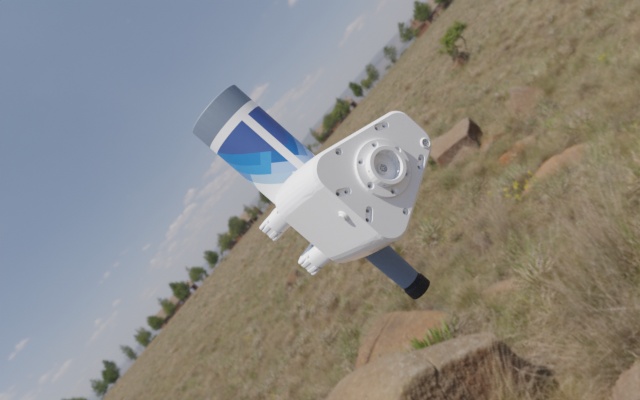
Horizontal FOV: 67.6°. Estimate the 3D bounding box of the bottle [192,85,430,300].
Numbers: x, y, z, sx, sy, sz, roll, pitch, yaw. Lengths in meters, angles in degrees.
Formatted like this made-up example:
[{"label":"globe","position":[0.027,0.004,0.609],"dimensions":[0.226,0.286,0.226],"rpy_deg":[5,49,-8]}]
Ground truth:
[{"label":"bottle","position":[0.000,0.002,0.508],"dimensions":[0.296,0.069,0.069],"rpy_deg":[41,-5,-5]}]
